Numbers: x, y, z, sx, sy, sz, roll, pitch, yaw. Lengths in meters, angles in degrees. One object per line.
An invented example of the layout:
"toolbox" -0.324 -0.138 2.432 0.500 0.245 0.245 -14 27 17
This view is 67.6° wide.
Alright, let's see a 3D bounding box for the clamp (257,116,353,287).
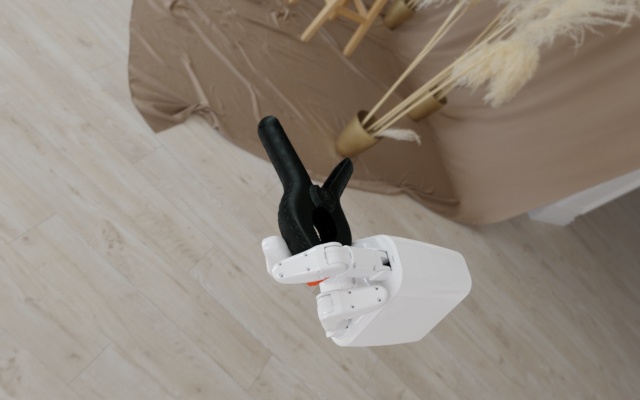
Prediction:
"clamp" 0.000 0.001 0.461 0.120 0.171 0.039 12 -36 -36
